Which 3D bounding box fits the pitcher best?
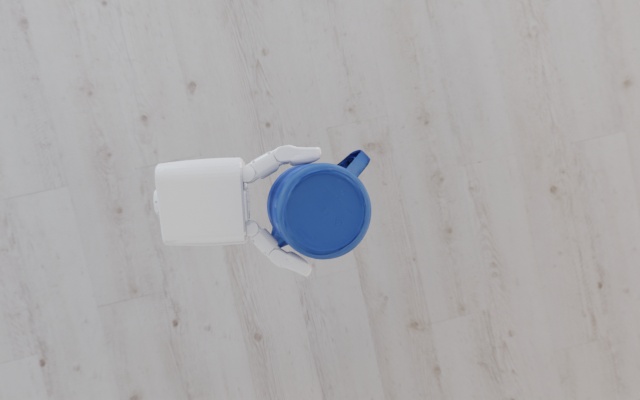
[{"bbox_3d":[0.000,0.002,0.640,0.145,0.149,0.243,0,1,-6],"label":"pitcher"}]
